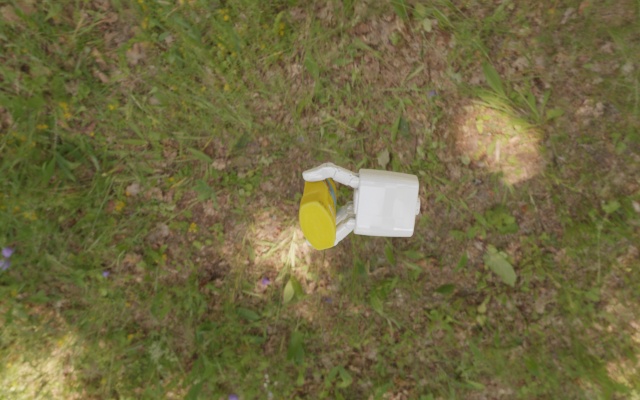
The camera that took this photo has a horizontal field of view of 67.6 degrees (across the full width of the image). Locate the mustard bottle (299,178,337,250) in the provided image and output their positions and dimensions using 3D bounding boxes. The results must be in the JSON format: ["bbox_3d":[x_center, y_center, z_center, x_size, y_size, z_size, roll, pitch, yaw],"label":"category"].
[{"bbox_3d":[0.000,0.003,0.885,0.058,0.096,0.191,-17,25,12],"label":"mustard bottle"}]
